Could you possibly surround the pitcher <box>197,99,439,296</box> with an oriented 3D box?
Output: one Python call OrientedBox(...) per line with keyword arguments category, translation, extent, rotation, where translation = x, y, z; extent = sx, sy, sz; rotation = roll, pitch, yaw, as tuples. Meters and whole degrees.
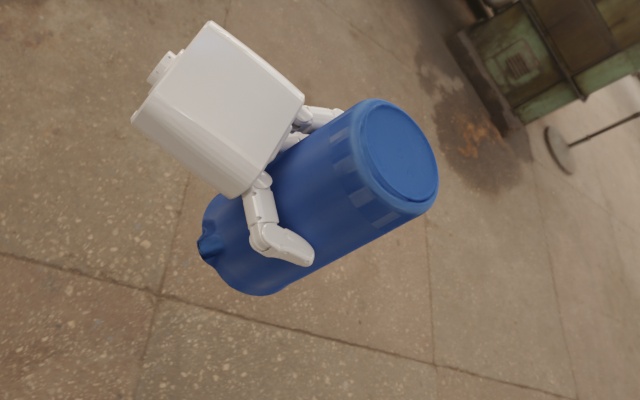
OrientedBox(category="pitcher", translation=(0.000, 0.002, 0.483), extent=(0.145, 0.149, 0.243), rotation=(38, -42, -22))
